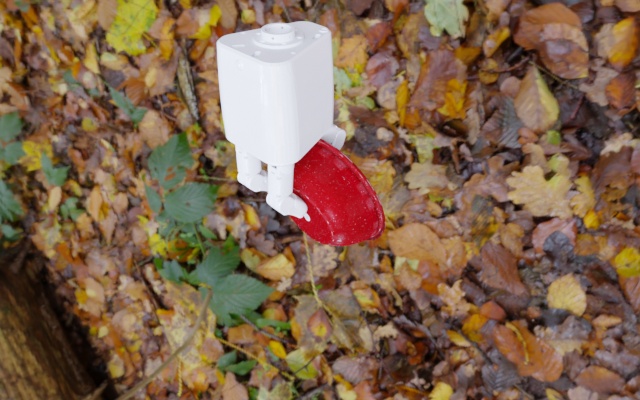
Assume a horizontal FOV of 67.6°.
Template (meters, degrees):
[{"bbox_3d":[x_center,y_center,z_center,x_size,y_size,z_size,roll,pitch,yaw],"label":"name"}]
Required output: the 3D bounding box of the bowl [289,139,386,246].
[{"bbox_3d":[0.000,0.003,0.583,0.055,0.162,0.162,-42,19,-23],"label":"bowl"}]
